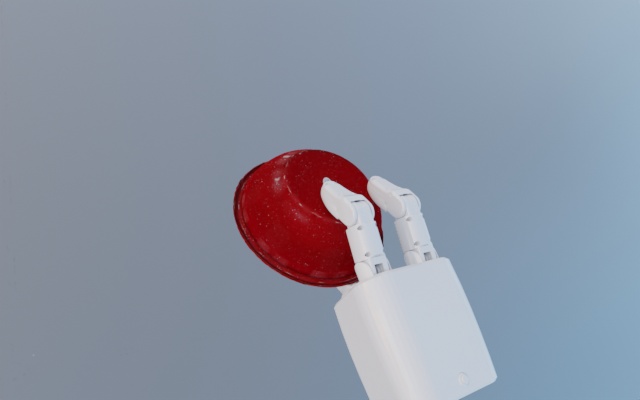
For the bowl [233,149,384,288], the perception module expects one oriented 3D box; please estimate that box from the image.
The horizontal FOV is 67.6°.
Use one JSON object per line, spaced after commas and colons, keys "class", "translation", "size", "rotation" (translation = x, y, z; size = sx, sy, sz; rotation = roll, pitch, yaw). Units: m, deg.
{"class": "bowl", "translation": [-0.001, 0.000, 0.467], "size": [0.162, 0.162, 0.055], "rotation": [0, -39, -28]}
